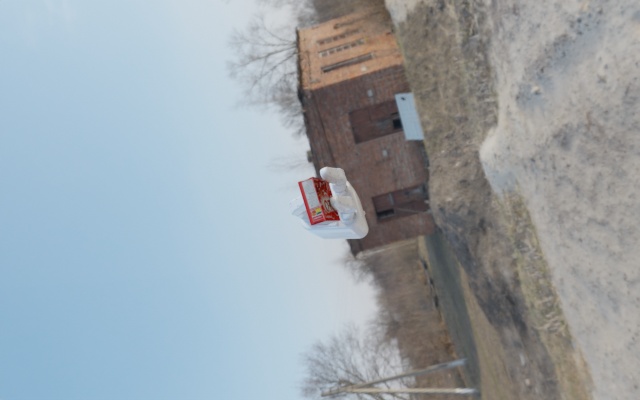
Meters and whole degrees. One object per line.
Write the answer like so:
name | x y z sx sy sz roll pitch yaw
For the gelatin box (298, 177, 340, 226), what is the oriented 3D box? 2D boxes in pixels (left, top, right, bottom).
gelatin box | 0.000 0.003 0.780 0.030 0.073 0.089 -19 -8 16
